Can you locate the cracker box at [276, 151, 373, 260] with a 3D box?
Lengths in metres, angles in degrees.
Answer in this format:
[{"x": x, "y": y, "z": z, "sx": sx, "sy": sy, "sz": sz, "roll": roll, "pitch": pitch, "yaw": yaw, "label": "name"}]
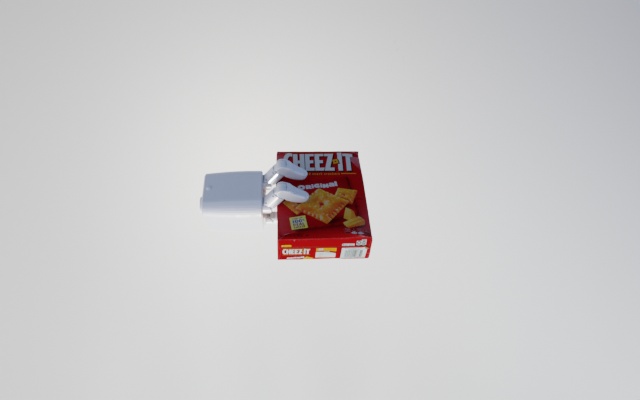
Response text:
[{"x": 0.000, "y": 0.003, "z": 0.880, "sx": 0.164, "sy": 0.213, "sz": 0.072, "roll": 0, "pitch": -40, "yaw": -5, "label": "cracker box"}]
